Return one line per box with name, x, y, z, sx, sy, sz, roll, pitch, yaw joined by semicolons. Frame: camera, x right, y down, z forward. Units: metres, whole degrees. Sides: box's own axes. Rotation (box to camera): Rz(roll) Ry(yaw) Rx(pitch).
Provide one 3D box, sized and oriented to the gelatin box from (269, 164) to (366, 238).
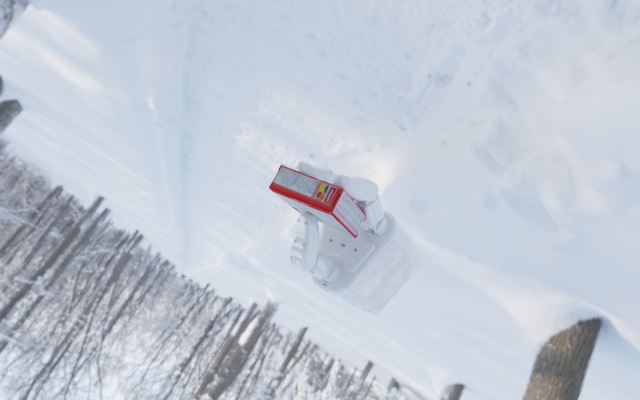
gelatin box;0.000;0.002;0.485;0.073;0.030;0.089;22;-10;27
